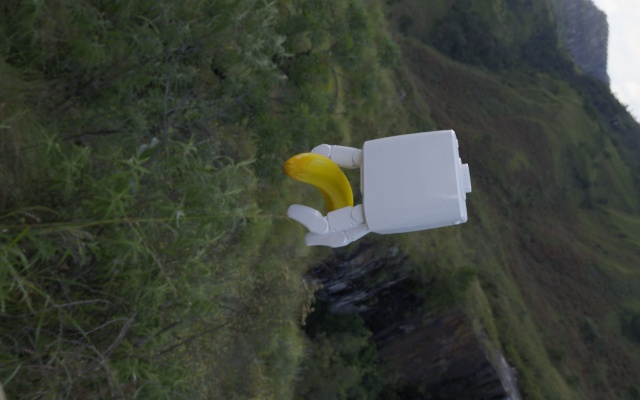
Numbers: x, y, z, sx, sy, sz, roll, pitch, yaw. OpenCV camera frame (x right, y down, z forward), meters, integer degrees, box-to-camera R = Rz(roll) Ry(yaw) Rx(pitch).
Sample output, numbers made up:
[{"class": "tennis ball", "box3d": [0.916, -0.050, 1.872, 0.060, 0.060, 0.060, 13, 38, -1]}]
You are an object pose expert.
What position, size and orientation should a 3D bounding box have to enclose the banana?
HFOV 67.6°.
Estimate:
[{"class": "banana", "box3d": [0.008, -0.012, 0.599, 0.037, 0.069, 0.198, 12, -25, 25]}]
